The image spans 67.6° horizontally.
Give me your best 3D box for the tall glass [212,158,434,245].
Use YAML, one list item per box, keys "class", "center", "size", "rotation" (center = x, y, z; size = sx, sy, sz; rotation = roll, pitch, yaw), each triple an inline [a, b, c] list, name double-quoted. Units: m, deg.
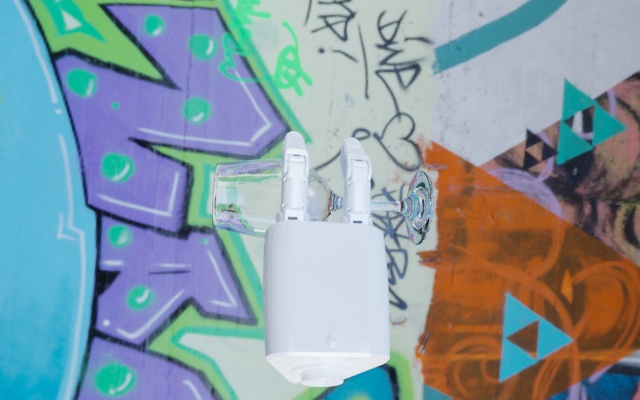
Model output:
- class: "tall glass"
  center: [0.001, 0.001, 0.460]
  size: [0.201, 0.079, 0.079]
  rotation: [4, -1, -8]
